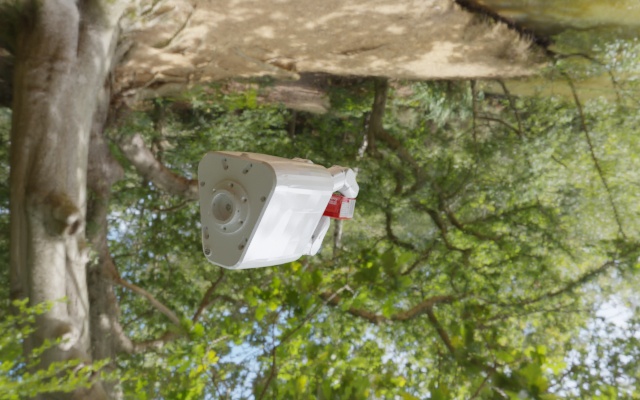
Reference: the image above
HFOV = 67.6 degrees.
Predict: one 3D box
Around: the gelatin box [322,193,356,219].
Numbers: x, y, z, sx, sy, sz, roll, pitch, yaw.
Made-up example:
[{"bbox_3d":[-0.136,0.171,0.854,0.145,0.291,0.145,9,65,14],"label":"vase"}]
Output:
[{"bbox_3d":[0.000,0.002,0.607,0.073,0.030,0.089,12,1,15],"label":"gelatin box"}]
